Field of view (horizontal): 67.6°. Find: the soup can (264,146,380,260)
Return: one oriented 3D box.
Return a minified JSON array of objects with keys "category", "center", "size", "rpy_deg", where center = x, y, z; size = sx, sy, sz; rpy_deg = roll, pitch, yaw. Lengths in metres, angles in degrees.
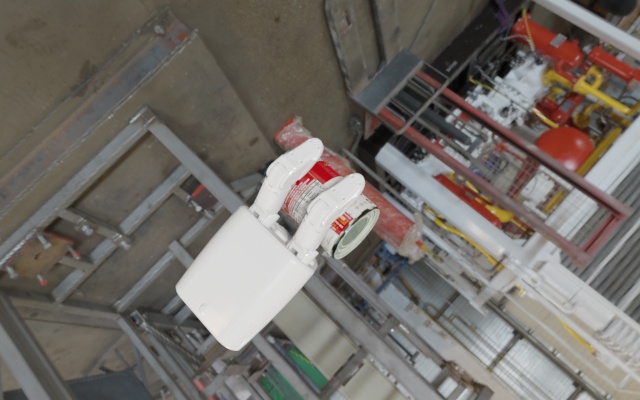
[{"category":"soup can","center":[0.001,0.001,0.480],"size":[0.102,0.068,0.068],"rpy_deg":[42,17,20]}]
